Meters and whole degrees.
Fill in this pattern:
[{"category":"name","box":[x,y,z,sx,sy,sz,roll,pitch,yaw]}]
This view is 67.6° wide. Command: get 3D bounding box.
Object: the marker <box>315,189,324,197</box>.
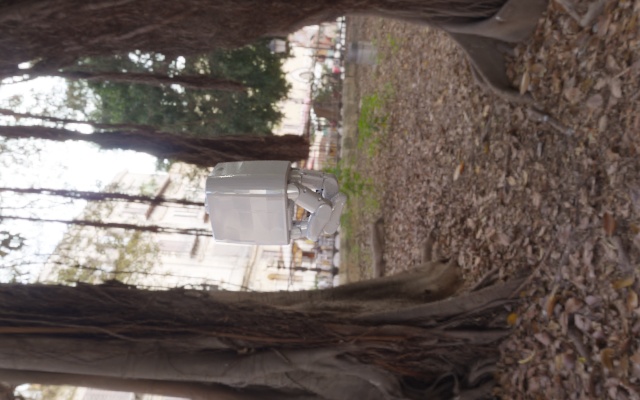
[{"category":"marker","box":[0.000,0.002,0.704,0.020,0.020,0.121,0,20,1]}]
